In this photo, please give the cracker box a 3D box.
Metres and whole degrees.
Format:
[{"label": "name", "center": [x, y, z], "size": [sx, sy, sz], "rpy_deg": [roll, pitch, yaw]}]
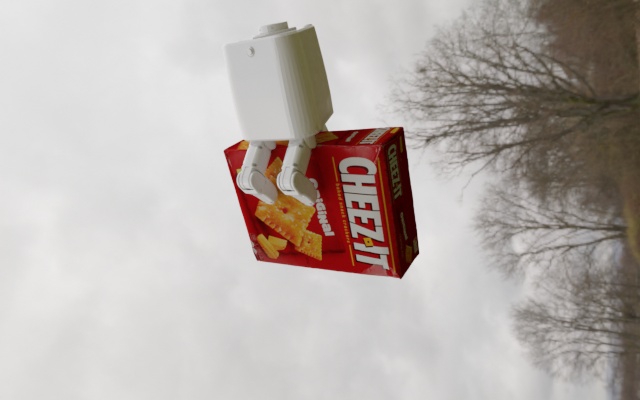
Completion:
[{"label": "cracker box", "center": [0.000, 0.002, 0.581], "size": [0.213, 0.164, 0.072], "rpy_deg": [2, 27, 31]}]
